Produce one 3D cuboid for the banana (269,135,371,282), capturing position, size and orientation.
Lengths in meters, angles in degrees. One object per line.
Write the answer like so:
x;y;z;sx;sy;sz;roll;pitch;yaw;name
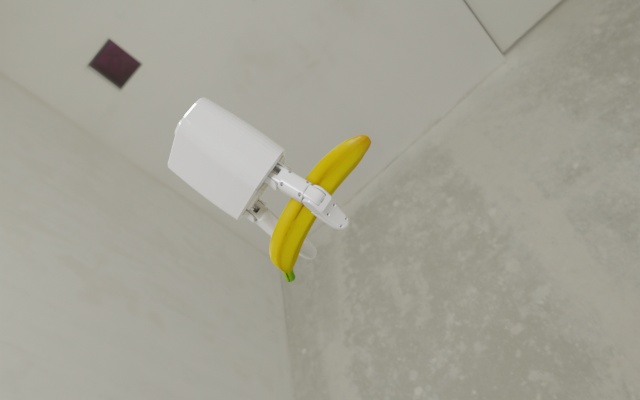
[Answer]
-0.008;0.002;0.546;0.037;0.198;0.069;32;3;20;banana
